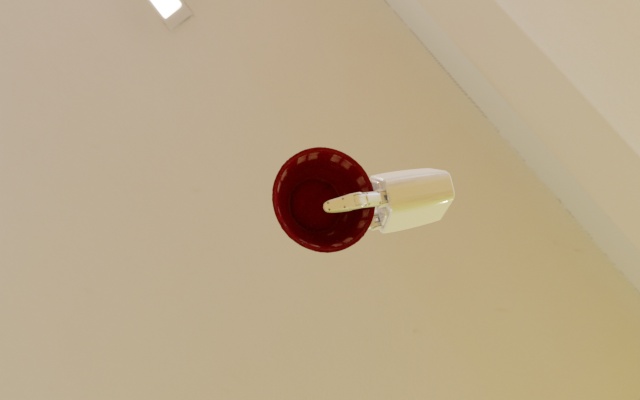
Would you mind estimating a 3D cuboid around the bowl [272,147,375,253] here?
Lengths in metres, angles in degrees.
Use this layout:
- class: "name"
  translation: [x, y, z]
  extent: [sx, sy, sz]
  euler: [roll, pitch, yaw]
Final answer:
- class: "bowl"
  translation: [-0.001, 0.002, 0.738]
  extent: [0.162, 0.162, 0.055]
  euler: [0, -11, -17]
